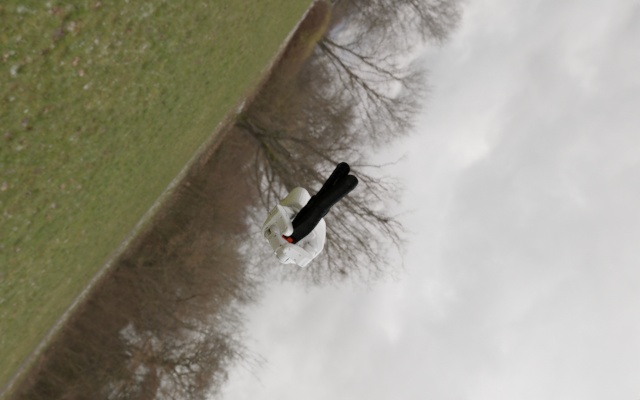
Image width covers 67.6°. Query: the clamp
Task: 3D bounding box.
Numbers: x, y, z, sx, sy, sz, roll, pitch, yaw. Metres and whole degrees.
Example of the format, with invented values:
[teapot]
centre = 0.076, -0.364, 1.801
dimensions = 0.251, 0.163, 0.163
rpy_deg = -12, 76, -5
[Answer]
[clamp]
centre = 0.000, 0.003, 0.817
dimensions = 0.171, 0.039, 0.120
rpy_deg = -44, 9, 17
